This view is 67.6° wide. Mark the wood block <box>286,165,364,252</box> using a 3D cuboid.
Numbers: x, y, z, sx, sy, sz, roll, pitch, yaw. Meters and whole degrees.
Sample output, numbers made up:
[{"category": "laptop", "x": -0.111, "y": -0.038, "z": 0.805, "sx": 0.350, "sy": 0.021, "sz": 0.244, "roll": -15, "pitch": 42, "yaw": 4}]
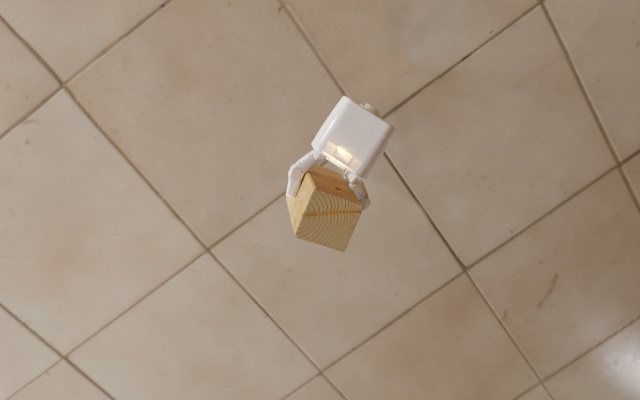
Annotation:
[{"category": "wood block", "x": 0.000, "y": 0.002, "z": 0.867, "sx": 0.091, "sy": 0.090, "sz": 0.206, "roll": 19, "pitch": 14, "yaw": -13}]
